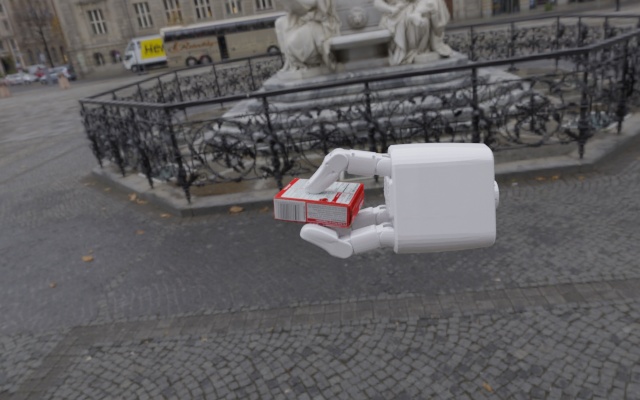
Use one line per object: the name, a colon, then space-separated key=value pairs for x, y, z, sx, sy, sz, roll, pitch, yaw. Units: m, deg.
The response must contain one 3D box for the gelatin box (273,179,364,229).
gelatin box: x=0.000 y=0.001 z=0.546 sx=0.089 sy=0.030 sz=0.073 roll=6 pitch=21 yaw=14
